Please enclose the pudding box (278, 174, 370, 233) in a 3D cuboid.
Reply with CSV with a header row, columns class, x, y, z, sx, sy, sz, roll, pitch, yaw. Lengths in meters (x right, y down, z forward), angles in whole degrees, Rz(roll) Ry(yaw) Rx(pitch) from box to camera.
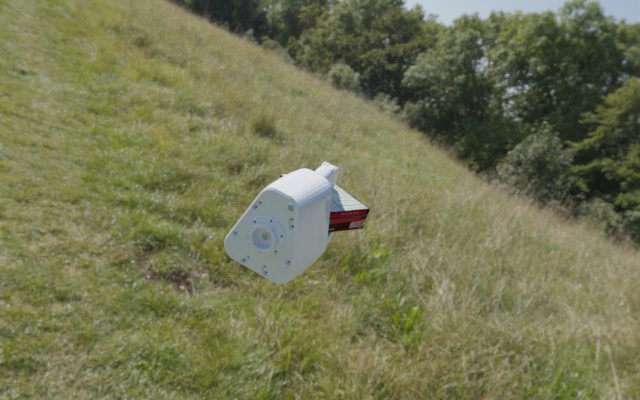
class,x,y,z,sx,sy,sz,roll,pitch,yaw
pudding box,0.000,0.002,0.682,0.090,0.039,0.113,-2,32,-44
